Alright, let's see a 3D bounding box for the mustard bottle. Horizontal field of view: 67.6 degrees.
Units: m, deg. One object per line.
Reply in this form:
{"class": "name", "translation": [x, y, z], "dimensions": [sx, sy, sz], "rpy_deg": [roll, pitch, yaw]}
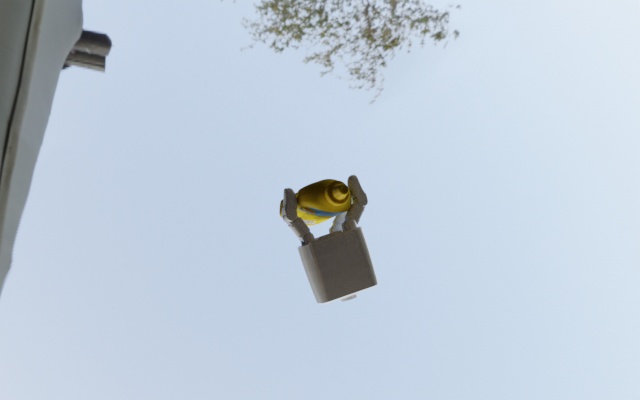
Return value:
{"class": "mustard bottle", "translation": [0.000, 0.002, 0.845], "dimensions": [0.096, 0.058, 0.192], "rpy_deg": [10, -15, -21]}
